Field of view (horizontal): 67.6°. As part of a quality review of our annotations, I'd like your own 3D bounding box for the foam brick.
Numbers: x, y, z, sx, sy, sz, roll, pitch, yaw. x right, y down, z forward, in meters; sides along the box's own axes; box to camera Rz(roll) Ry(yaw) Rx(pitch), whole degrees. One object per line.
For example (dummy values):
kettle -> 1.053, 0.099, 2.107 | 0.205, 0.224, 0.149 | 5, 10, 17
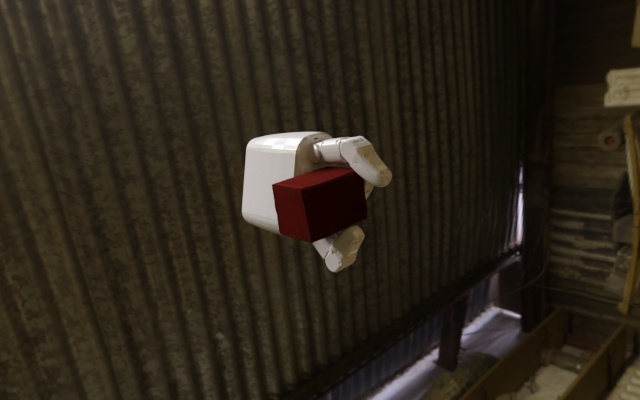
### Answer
foam brick -> 0.000, 0.002, 0.465 | 0.078, 0.053, 0.051 | -20, 20, -38
